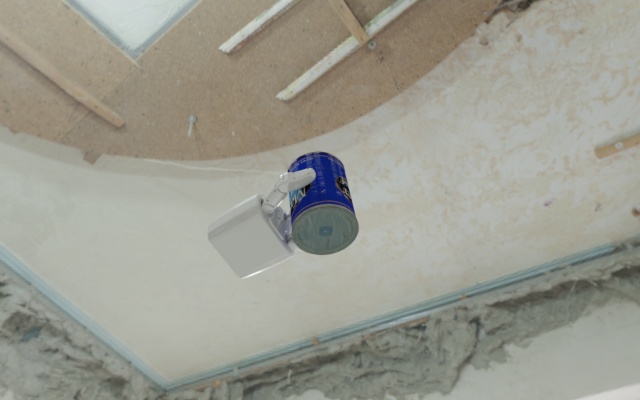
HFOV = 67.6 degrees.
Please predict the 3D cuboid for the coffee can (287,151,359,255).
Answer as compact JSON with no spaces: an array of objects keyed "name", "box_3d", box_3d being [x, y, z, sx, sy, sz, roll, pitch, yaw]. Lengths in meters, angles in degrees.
[{"name":"coffee can","box_3d":[0.000,0.002,0.770,0.103,0.103,0.140,0,41,-8]}]
